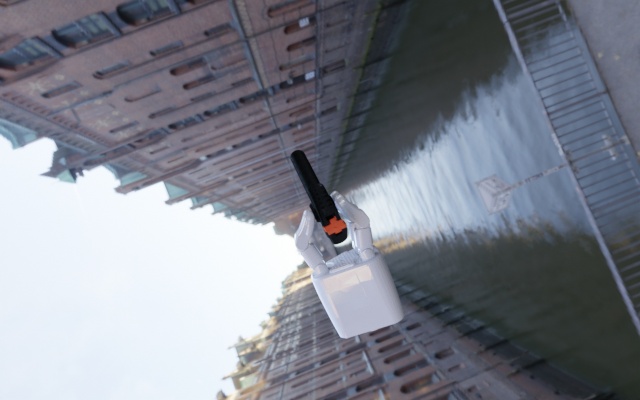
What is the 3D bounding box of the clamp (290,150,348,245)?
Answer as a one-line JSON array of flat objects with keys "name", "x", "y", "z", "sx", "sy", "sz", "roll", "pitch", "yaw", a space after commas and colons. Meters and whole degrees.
[{"name": "clamp", "x": 0.000, "y": 0.003, "z": 0.714, "sx": 0.036, "sy": 0.164, "sz": 0.210, "roll": -26, "pitch": 9, "yaw": -2}]
